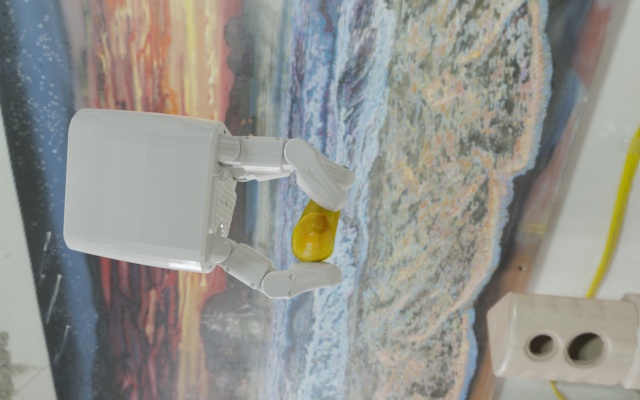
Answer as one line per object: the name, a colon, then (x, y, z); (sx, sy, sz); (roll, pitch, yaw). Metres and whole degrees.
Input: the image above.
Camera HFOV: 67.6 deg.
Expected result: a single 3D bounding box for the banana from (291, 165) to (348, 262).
banana: (-0.002, 0.018, 0.419); (0.037, 0.070, 0.197); (10, 16, 3)
